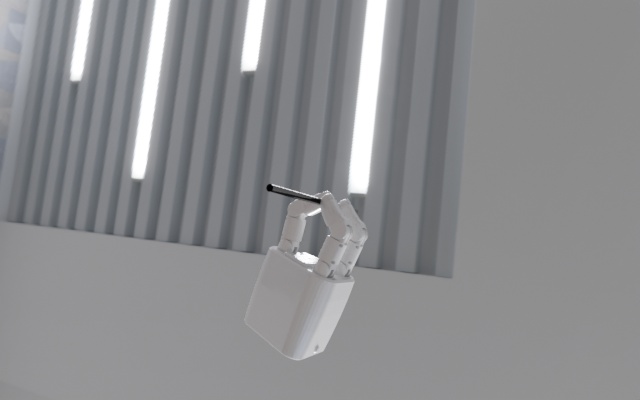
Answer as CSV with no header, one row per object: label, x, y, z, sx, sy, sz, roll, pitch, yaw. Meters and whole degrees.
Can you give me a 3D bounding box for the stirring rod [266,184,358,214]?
stirring rod,0.000,0.002,0.583,0.011,0.011,0.239,0,-7,25
